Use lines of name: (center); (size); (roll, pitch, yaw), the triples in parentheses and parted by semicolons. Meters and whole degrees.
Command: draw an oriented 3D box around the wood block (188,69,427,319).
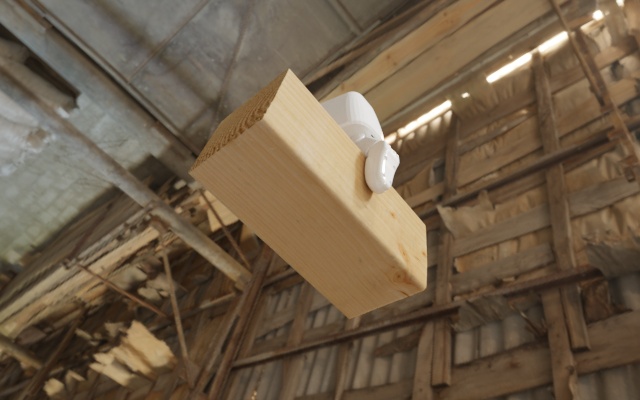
wood block: (0.000, 0.001, 0.428); (0.091, 0.206, 0.090); (-30, 27, 31)
